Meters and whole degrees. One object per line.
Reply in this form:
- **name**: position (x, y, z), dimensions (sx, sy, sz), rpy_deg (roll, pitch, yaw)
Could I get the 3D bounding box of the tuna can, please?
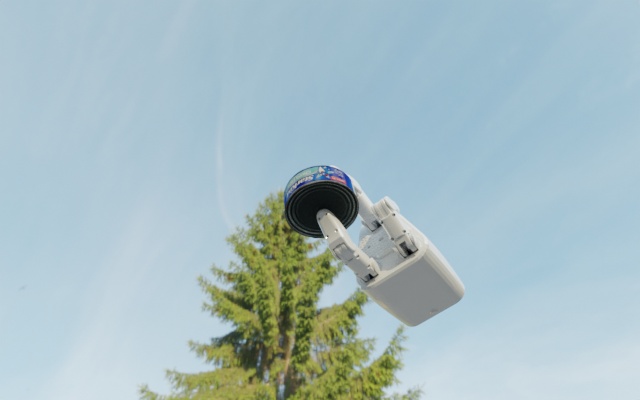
- **tuna can**: position (0.000, 0.001, 0.555), dimensions (0.086, 0.086, 0.033), rpy_deg (0, 39, -8)
